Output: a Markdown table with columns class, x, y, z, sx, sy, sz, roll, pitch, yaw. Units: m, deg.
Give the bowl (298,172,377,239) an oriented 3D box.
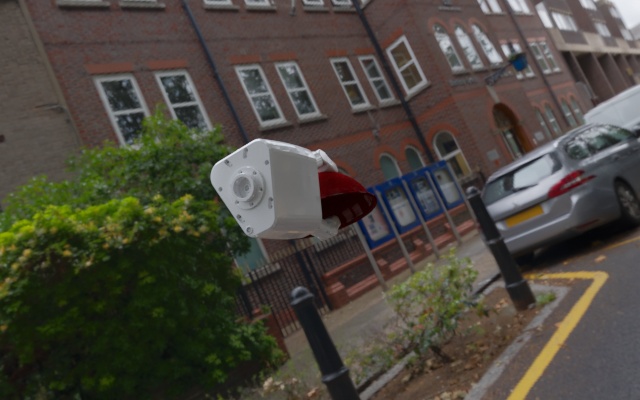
| class | x | y | z | sx | sy | sz | roll | pitch | yaw |
| --- | --- | --- | --- | --- | --- | --- | --- | --- | --- |
| bowl | 0.000 | 0.002 | 0.714 | 0.162 | 0.055 | 0.162 | -15 | -21 | -6 |
